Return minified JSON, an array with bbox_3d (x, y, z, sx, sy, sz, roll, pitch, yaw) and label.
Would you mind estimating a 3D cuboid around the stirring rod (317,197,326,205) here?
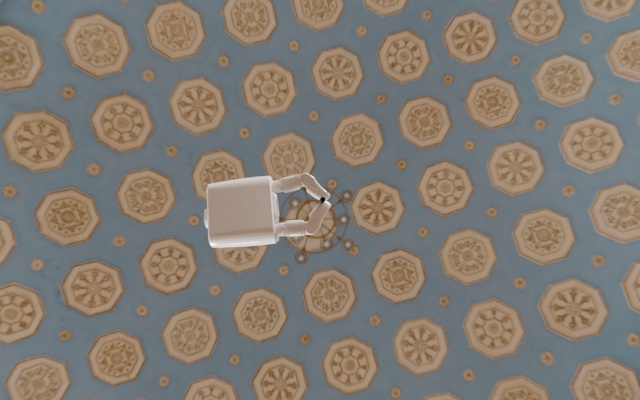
[{"bbox_3d":[0.000,0.003,0.838,0.011,0.011,0.239,0,-2,-2],"label":"stirring rod"}]
